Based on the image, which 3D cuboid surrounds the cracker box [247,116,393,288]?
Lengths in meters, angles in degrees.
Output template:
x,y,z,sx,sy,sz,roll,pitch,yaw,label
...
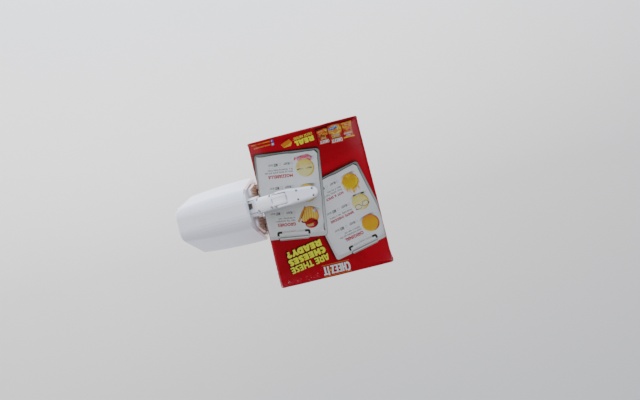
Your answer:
x,y,z,sx,sy,sz,roll,pitch,yaw,label
0.000,0.002,0.702,0.164,0.213,0.072,-14,-2,5,cracker box
